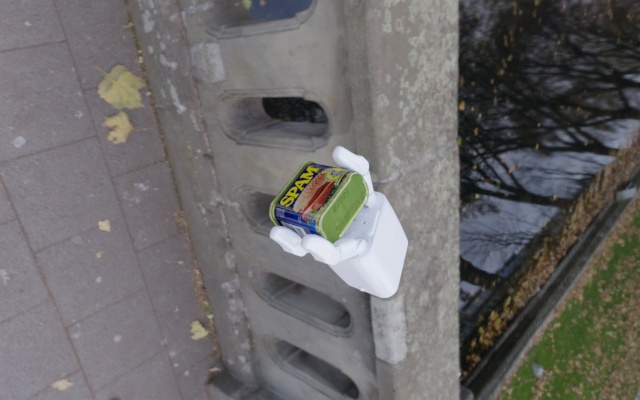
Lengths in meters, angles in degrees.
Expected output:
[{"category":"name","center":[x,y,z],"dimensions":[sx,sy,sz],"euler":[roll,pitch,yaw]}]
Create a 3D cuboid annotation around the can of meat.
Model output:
[{"category":"can of meat","center":[0.000,0.002,0.602],"dimensions":[0.084,0.102,0.057],"euler":[15,-33,41]}]
